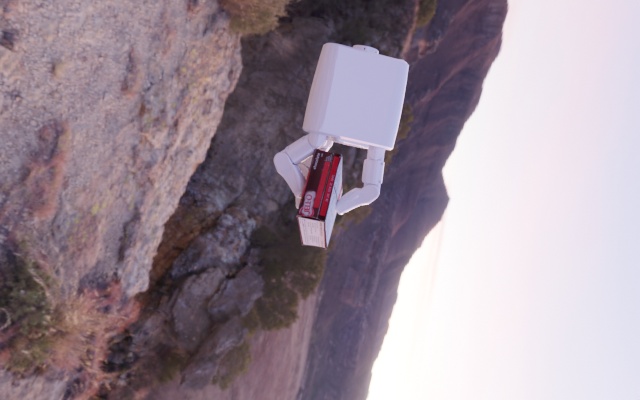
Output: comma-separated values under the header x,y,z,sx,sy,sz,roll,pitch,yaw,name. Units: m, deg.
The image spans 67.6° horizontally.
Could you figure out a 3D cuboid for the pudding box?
x,y,z,sx,sy,sz,roll,pitch,yaw,name
0.000,0.002,0.597,0.039,0.090,0.113,12,-22,9,pudding box
